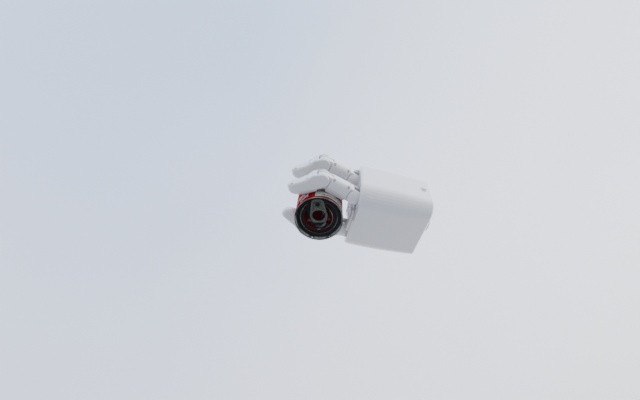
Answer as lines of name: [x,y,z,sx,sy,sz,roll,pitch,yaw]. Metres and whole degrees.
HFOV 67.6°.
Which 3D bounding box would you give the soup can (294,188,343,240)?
soup can: [0.000,0.002,0.701,0.068,0.068,0.102,0,28,3]
